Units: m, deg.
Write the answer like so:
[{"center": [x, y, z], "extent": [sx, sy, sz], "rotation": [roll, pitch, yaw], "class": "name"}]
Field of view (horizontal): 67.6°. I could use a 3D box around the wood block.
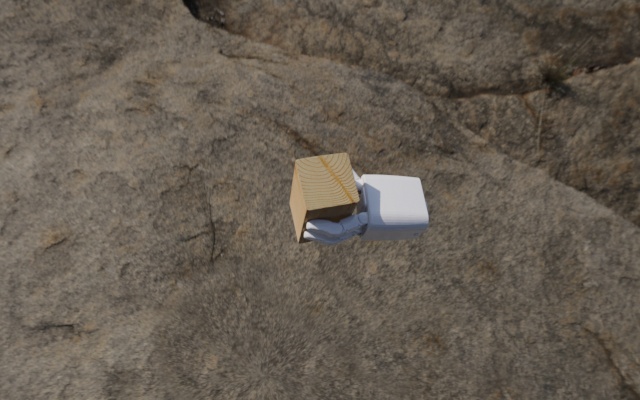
[{"center": [0.000, 0.002, 0.857], "extent": [0.090, 0.090, 0.206], "rotation": [-9, -19, -10], "class": "wood block"}]
